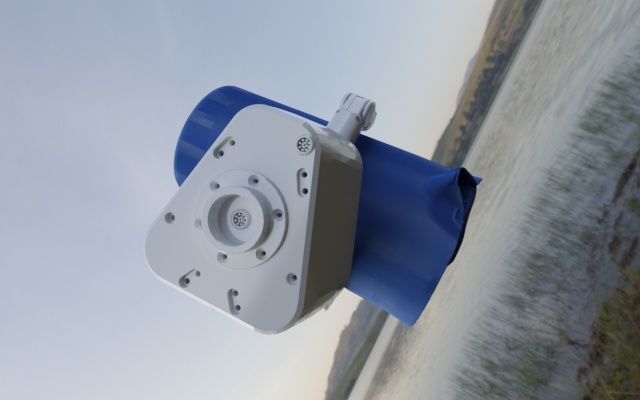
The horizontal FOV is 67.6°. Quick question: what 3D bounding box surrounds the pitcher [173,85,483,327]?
[{"bbox_3d":[0.000,0.001,0.420,0.243,0.149,0.145,26,7,12],"label":"pitcher"}]
